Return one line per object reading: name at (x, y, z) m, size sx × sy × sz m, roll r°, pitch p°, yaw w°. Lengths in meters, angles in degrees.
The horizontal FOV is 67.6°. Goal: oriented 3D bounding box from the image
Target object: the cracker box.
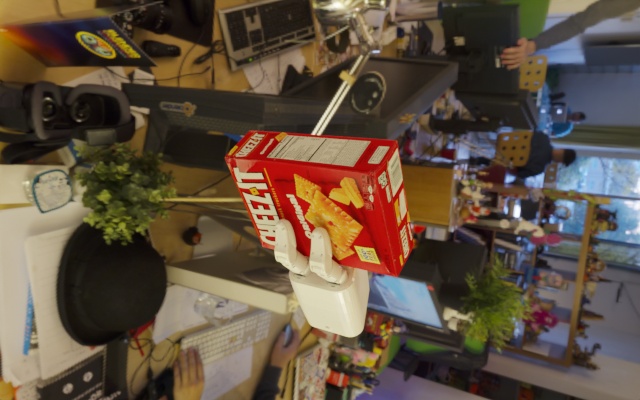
cracker box at (0.000, 0.002, 0.610) m, size 0.213 × 0.164 × 0.072 m, roll 8°, pitch 43°, yaw 30°
